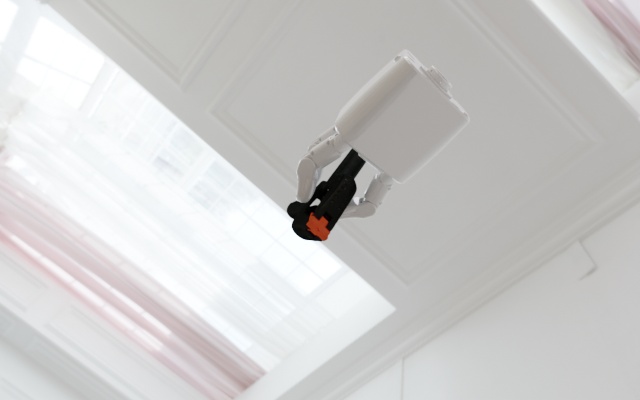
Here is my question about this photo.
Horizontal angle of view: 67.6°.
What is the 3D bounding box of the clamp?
[{"bbox_3d":[0.001,0.003,0.594,0.164,0.036,0.210,-42,11,24],"label":"clamp"}]
